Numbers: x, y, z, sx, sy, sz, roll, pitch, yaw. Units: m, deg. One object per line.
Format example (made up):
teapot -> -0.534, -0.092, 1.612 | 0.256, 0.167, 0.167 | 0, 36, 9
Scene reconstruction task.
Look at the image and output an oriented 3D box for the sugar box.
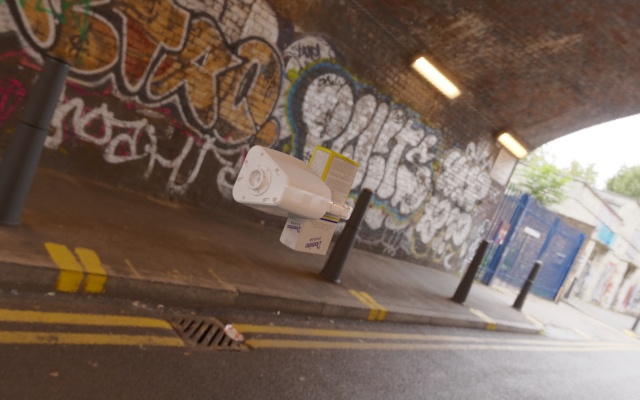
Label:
sugar box -> 0.000, 0.002, 0.821 | 0.048, 0.176, 0.093 | 27, 5, 37
